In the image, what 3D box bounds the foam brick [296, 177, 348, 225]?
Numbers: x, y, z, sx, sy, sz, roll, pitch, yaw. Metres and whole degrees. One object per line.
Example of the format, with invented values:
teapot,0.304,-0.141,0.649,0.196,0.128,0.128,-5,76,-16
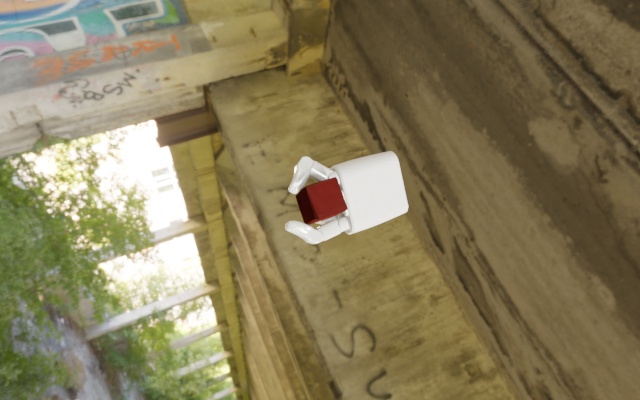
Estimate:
foam brick,0.000,0.002,0.723,0.051,0.053,0.078,-17,-5,-17
